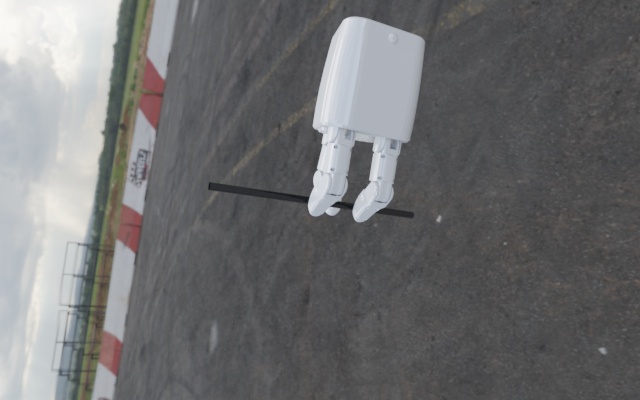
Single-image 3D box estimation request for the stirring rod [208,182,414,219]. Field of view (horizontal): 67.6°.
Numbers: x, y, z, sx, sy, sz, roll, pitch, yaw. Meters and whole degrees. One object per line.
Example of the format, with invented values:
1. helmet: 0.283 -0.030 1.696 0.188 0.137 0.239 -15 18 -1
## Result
1. stirring rod: 0.000 0.002 0.514 0.239 0.011 0.011 8 -4 -25
